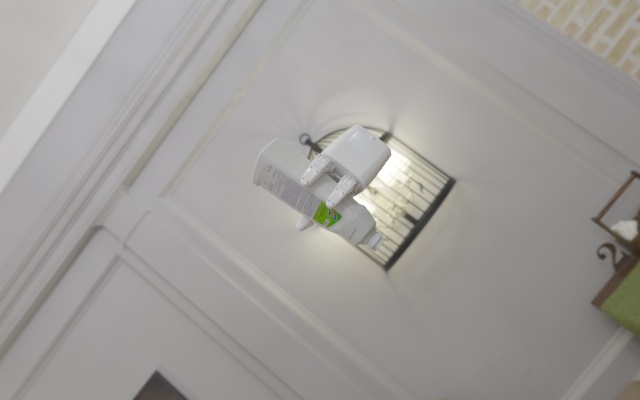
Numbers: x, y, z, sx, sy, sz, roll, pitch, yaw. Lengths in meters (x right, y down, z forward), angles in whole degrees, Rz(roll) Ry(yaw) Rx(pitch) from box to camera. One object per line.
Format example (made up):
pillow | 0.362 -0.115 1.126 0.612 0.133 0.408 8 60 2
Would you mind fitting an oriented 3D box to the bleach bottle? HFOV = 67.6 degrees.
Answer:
bleach bottle | 0.000 0.003 0.819 0.068 0.251 0.103 -46 -10 -35
